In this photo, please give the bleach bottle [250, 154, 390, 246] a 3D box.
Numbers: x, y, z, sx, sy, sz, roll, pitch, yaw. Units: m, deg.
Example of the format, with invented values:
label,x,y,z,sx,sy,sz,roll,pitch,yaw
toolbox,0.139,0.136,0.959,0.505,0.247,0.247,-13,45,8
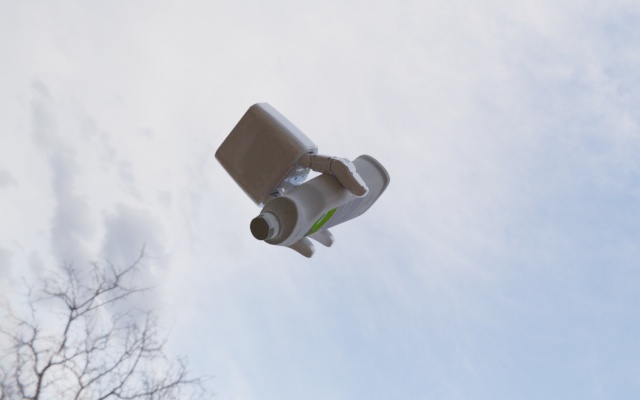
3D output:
label,x,y,z,sx,sy,sz,roll,pitch,yaw
bleach bottle,0.000,0.002,0.642,0.068,0.103,0.251,45,30,15
